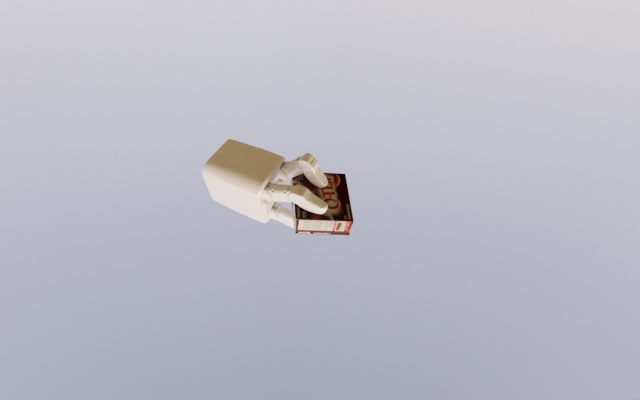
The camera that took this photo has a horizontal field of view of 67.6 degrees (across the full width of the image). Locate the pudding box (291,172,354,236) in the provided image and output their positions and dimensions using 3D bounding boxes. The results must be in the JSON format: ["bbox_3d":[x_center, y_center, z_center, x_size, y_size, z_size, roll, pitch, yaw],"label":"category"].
[{"bbox_3d":[0.000,0.003,0.760,0.090,0.113,0.039,2,-43,-9],"label":"pudding box"}]
